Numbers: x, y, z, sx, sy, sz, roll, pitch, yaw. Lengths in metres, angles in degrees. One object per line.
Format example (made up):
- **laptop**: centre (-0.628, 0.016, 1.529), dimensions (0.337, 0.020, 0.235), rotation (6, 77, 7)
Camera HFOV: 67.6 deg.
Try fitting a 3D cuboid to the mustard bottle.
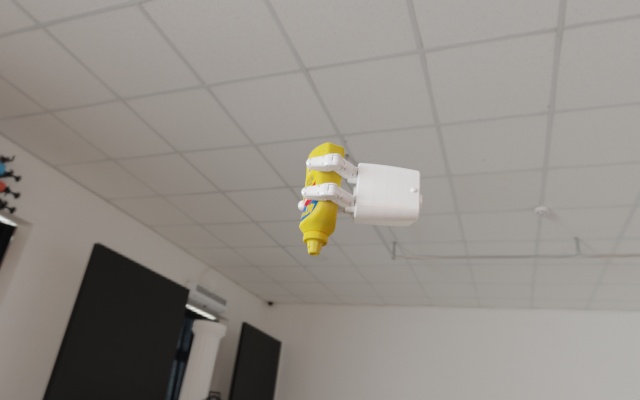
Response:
- **mustard bottle**: centre (0.000, 0.002, 0.823), dimensions (0.058, 0.191, 0.096), rotation (17, -28, -20)
